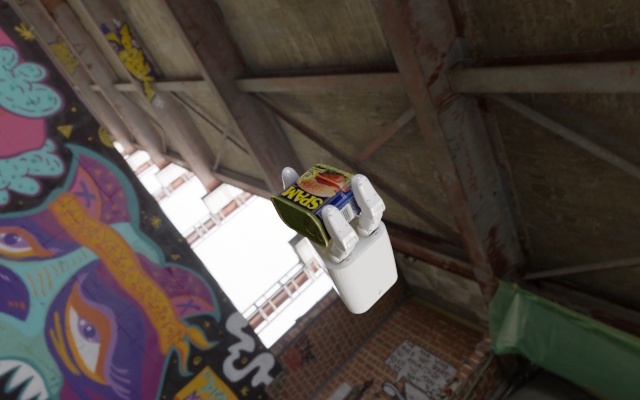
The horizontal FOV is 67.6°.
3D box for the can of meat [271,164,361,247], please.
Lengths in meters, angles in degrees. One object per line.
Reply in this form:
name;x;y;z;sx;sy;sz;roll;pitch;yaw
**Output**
can of meat;0.000;0.002;0.617;0.084;0.057;0.102;-40;38;-22
